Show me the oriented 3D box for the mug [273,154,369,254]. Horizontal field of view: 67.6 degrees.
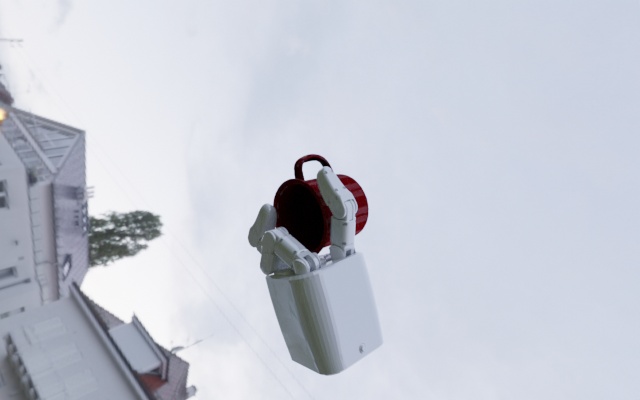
[{"bbox_3d":[0.000,0.000,0.572,0.081,0.117,0.093,-15,1,-43],"label":"mug"}]
